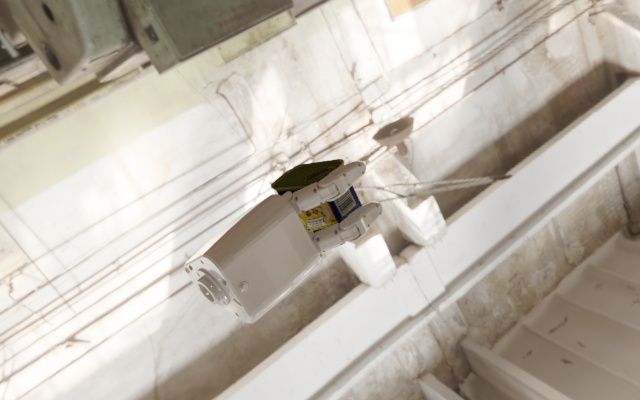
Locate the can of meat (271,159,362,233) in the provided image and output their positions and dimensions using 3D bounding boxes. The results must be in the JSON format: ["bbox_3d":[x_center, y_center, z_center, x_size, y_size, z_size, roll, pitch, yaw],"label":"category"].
[{"bbox_3d":[0.000,0.002,0.585,0.102,0.084,0.057,-3,31,48],"label":"can of meat"}]
